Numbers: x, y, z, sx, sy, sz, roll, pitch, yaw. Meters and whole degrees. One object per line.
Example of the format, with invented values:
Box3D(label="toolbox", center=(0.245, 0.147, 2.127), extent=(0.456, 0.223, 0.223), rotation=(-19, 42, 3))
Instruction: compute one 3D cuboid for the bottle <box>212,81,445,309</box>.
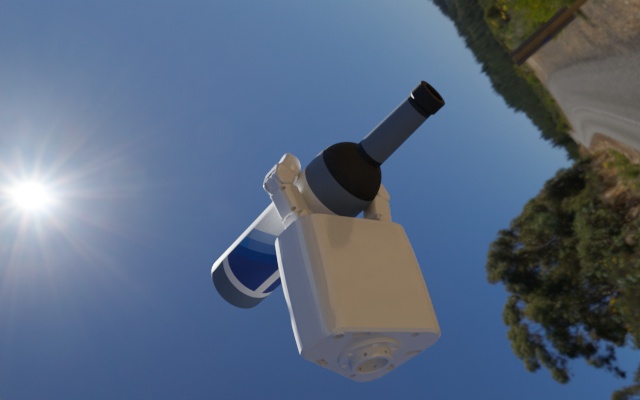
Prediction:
Box3D(label="bottle", center=(0.000, 0.002, 0.460), extent=(0.296, 0.069, 0.069), rotation=(-44, -25, 29))
